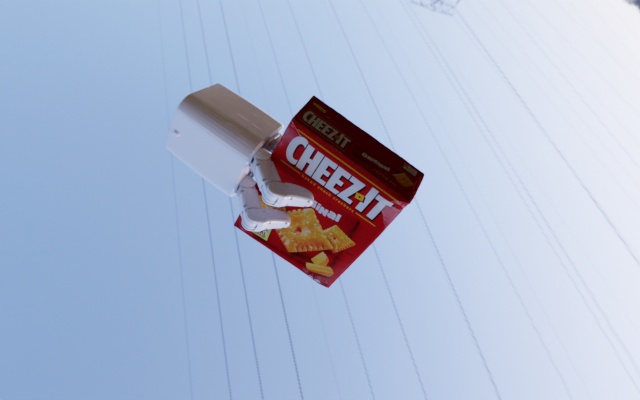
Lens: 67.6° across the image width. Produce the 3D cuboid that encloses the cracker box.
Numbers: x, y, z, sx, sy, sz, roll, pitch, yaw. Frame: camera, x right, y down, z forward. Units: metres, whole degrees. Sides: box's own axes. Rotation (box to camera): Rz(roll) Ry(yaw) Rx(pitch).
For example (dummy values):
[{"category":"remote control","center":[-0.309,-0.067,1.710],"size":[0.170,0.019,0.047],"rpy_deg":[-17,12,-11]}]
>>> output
[{"category":"cracker box","center":[0.000,0.002,0.612],"size":[0.164,0.072,0.214],"rpy_deg":[35,-45,-1]}]
